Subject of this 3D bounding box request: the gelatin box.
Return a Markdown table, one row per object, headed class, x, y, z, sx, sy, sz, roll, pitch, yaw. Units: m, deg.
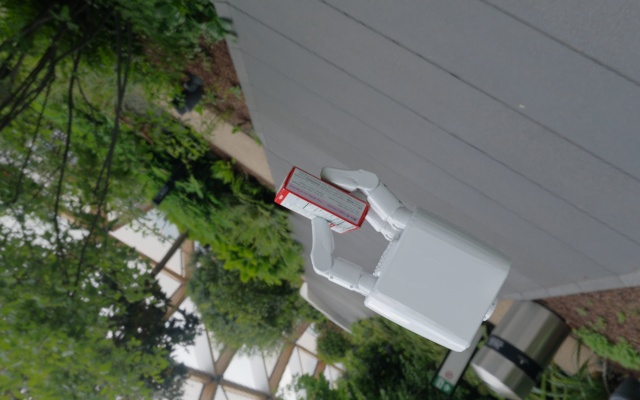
| class | x | y | z | sx | sy | sz | roll | pitch | yaw |
| --- | --- | --- | --- | --- | --- | --- | --- | --- | --- |
| gelatin box | 0.000 | 0.002 | 0.505 | 0.089 | 0.030 | 0.073 | 26 | -13 | -7 |
